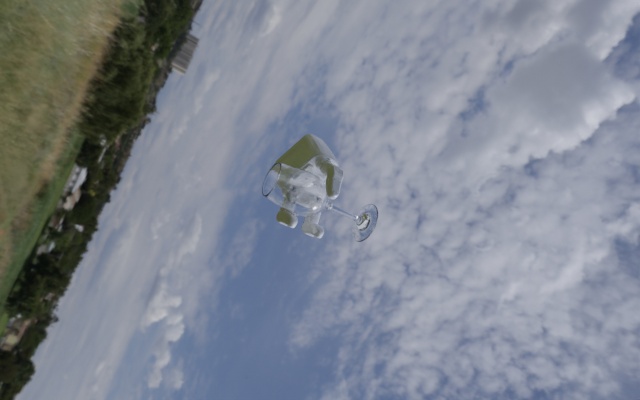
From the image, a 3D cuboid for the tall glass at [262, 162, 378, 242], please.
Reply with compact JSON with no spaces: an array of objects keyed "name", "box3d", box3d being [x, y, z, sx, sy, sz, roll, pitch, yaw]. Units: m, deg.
[{"name":"tall glass","box3d":[0.001,0.003,0.830,0.201,0.079,0.079,25,-12,-26]}]
